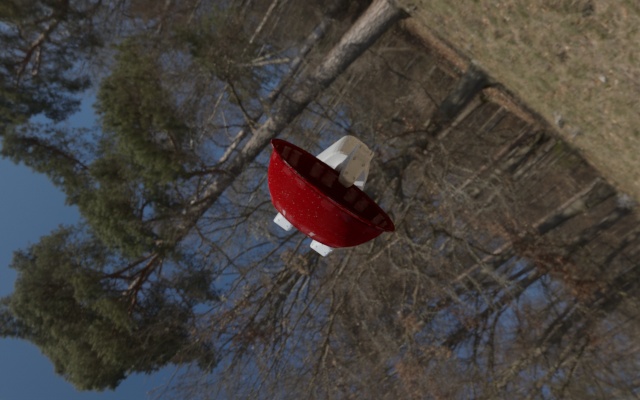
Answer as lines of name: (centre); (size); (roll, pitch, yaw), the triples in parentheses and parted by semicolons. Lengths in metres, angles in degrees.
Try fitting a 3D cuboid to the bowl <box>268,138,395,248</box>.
bowl: (-0.001, 0.002, 0.514); (0.162, 0.055, 0.162); (35, 12, -8)
